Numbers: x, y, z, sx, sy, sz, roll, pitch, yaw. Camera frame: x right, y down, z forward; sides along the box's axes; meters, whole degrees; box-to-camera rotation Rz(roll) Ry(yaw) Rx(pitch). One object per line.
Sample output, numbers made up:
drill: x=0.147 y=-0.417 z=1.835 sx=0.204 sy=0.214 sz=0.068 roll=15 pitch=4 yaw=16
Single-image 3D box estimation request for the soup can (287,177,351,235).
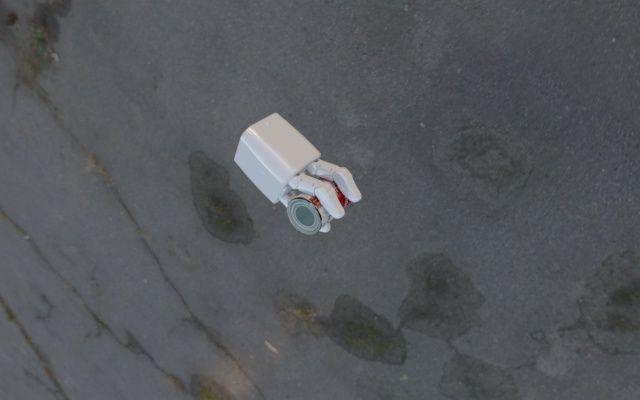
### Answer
soup can: x=0.000 y=0.003 z=0.785 sx=0.068 sy=0.068 sz=0.102 roll=0 pitch=27 yaw=37
